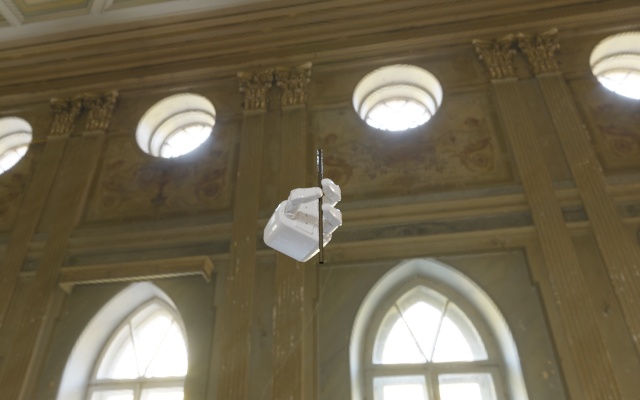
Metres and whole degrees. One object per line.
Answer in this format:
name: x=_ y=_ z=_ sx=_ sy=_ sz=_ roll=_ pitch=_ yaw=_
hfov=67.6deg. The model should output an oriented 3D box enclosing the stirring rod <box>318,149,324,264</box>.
stirring rod: x=0.000 y=0.003 z=0.859 sx=0.011 sy=0.239 sz=0.011 roll=-1 pitch=-33 yaw=0
